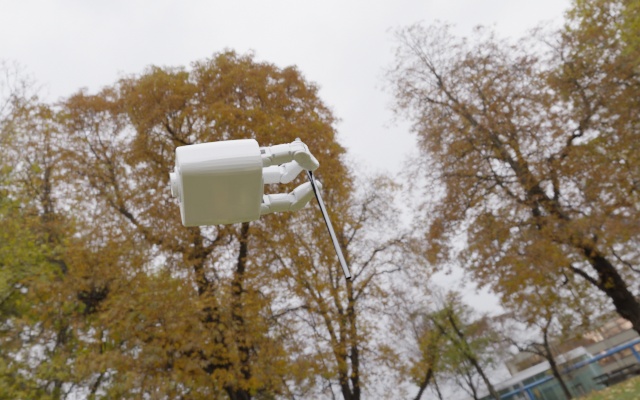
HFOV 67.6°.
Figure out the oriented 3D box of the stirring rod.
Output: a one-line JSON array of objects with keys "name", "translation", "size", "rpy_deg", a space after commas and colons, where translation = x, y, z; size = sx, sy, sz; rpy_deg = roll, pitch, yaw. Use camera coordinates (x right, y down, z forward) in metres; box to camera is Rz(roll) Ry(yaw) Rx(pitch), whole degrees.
[{"name": "stirring rod", "translation": [0.000, 0.002, 0.661], "size": [0.011, 0.239, 0.011], "rpy_deg": [-14, -33, -10]}]
